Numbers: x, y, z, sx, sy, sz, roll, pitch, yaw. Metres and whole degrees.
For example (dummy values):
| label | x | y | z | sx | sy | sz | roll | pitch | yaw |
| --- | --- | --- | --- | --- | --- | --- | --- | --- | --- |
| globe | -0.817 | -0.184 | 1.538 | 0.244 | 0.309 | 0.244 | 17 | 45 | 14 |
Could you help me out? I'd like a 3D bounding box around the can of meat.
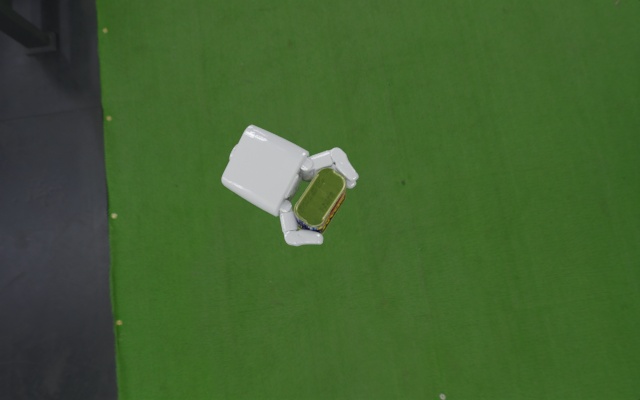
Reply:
| label | x | y | z | sx | sy | sz | roll | pitch | yaw |
| --- | --- | --- | --- | --- | --- | --- | --- | --- | --- |
| can of meat | 0.000 | 0.003 | 0.772 | 0.057 | 0.102 | 0.084 | 32 | -11 | 7 |
